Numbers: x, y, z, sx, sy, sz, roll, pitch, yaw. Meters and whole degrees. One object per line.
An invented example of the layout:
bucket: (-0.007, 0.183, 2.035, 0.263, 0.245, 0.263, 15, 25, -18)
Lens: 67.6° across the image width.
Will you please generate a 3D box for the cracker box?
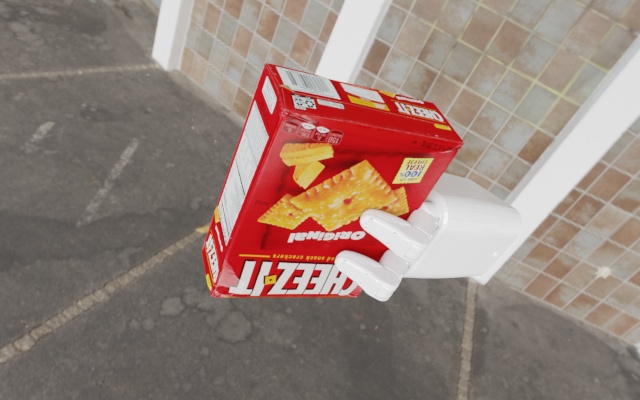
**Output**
cracker box: (0.000, 0.001, 0.433, 0.164, 0.214, 0.072, 6, 40, -26)
